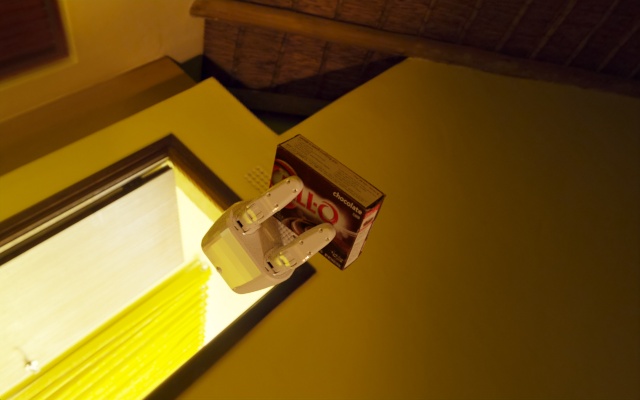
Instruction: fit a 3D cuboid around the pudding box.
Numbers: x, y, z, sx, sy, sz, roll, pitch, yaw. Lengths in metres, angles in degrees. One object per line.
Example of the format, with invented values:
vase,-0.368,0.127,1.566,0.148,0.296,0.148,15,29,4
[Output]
pudding box,0.000,0.002,0.473,0.113,0.090,0.039,35,47,19
